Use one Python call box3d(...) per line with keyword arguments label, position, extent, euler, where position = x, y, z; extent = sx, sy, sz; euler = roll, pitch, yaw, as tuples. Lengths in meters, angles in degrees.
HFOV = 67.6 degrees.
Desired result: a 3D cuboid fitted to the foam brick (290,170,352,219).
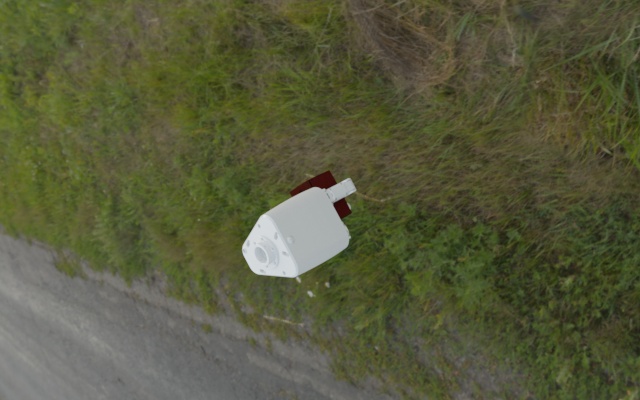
box3d(label="foam brick", position=(0.000, 0.002, 0.733), extent=(0.051, 0.078, 0.053), euler=(-27, -2, -42))
